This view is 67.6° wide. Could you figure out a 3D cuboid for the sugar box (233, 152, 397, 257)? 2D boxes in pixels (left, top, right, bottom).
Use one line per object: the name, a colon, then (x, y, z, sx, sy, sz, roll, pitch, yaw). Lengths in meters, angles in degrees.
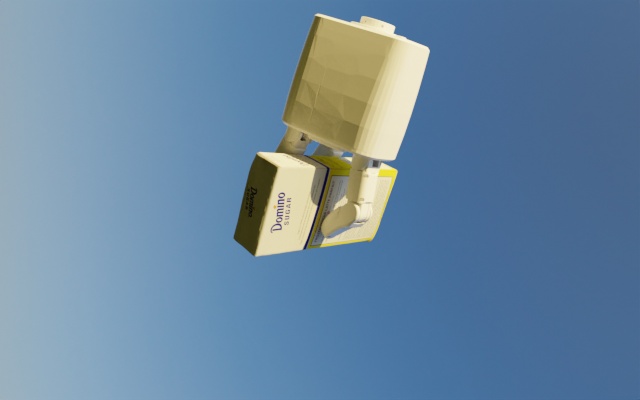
sugar box: (0.000, 0.001, 0.499, 0.176, 0.093, 0.048, 0, 24, -44)
